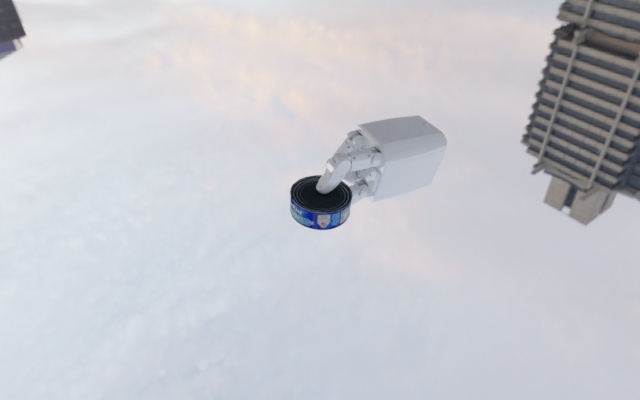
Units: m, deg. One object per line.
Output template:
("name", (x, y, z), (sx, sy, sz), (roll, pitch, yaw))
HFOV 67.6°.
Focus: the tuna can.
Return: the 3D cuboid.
("tuna can", (0.000, 0.003, 0.661), (0.086, 0.034, 0.086), (3, 37, -2))
